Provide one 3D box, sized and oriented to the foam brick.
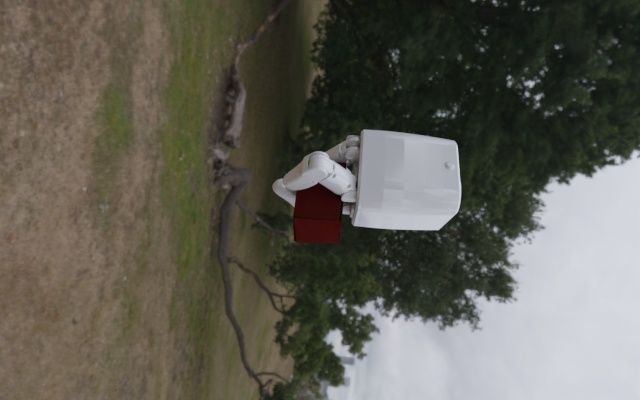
[{"bbox_3d":[0.000,0.002,0.525,0.051,0.078,0.053,5,-32,2],"label":"foam brick"}]
